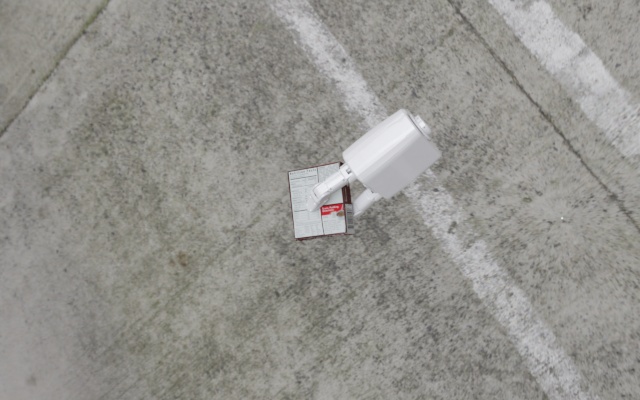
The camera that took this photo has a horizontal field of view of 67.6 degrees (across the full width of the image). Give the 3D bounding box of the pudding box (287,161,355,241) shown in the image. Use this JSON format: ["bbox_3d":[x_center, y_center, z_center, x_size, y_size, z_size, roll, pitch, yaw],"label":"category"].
[{"bbox_3d":[0.000,0.002,0.739,0.090,0.113,0.039,-8,-8,22],"label":"pudding box"}]
